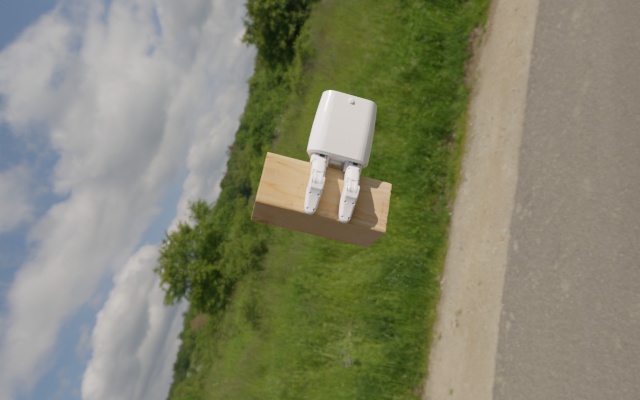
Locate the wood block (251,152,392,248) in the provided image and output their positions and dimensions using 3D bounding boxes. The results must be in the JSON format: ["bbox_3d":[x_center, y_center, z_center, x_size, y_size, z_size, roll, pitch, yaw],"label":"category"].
[{"bbox_3d":[0.000,0.002,0.781,0.206,0.090,0.091,14,-23,-7],"label":"wood block"}]
